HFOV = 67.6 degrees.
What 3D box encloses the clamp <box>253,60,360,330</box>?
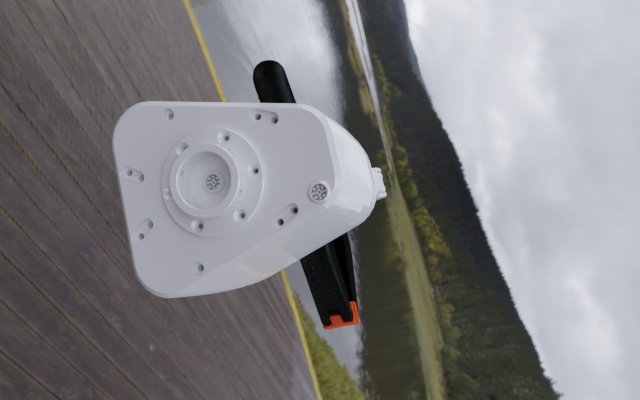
[{"bbox_3d":[0.001,0.002,0.416,0.036,0.210,0.164,-15,-6,14],"label":"clamp"}]
